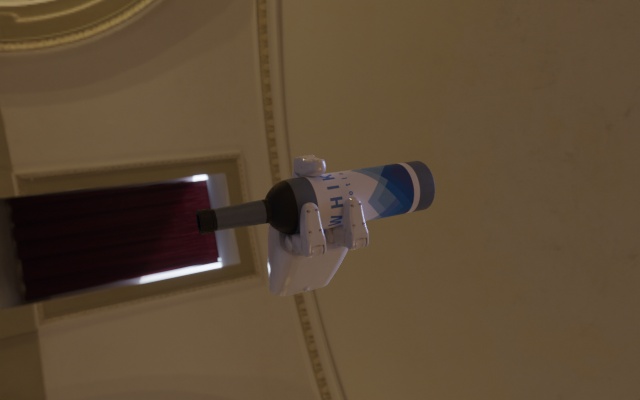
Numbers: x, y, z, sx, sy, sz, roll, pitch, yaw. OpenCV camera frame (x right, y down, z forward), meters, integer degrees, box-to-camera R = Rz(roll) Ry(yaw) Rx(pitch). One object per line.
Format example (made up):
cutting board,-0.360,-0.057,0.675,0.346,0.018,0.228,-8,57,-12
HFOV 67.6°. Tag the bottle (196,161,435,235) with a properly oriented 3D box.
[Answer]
bottle,0.000,0.002,0.578,0.295,0.069,0.069,-9,4,-24
